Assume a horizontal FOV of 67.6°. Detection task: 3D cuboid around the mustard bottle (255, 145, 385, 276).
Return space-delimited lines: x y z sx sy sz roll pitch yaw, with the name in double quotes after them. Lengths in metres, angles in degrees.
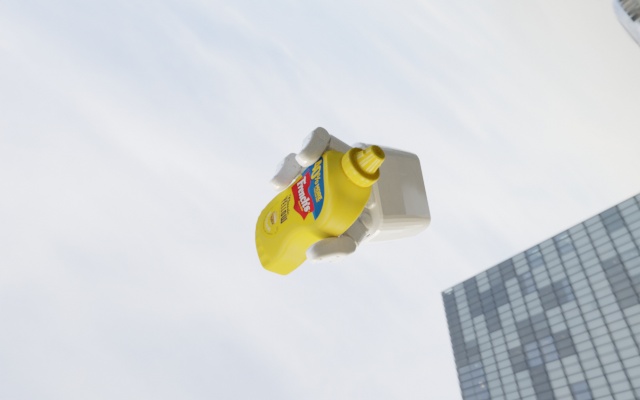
0.000 0.002 0.520 0.058 0.096 0.192 25 -45 -28 "mustard bottle"
